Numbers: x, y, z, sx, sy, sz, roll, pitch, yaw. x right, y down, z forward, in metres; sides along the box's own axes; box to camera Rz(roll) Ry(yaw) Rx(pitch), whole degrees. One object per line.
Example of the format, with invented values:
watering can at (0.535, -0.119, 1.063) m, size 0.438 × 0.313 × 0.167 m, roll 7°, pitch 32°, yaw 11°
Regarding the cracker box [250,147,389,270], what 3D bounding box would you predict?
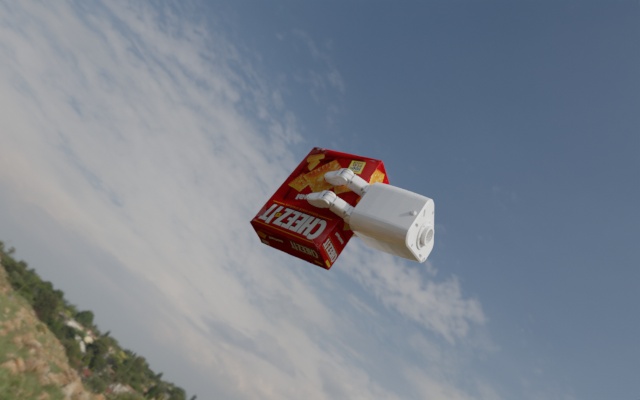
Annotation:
cracker box at (0.000, 0.003, 0.874) m, size 0.164 × 0.213 × 0.072 m, roll 17°, pitch -34°, yaw 36°
